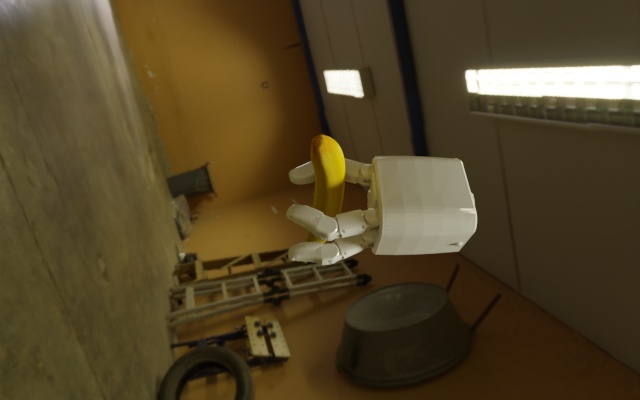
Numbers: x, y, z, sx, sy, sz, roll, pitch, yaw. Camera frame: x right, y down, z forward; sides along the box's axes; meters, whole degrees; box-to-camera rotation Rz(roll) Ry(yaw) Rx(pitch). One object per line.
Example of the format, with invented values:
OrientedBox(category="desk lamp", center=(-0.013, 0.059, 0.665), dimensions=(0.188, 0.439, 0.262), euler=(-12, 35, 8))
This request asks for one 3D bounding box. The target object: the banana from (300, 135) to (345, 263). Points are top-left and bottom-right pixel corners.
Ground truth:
OrientedBox(category="banana", center=(0.006, -0.008, 0.558), dimensions=(0.037, 0.198, 0.069), euler=(16, 45, 10))
